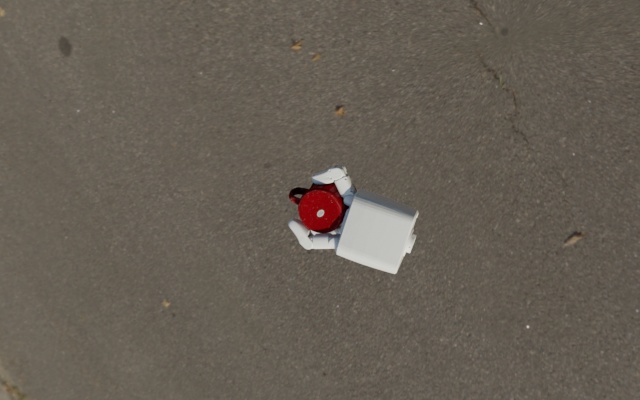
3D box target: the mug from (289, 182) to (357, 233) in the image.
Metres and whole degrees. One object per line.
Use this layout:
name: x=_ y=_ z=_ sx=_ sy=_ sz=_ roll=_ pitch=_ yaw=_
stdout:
mug: x=-0.001 y=0.002 z=0.836 sx=0.117 sy=0.093 sz=0.081 roll=20 pitch=24 yaw=12
